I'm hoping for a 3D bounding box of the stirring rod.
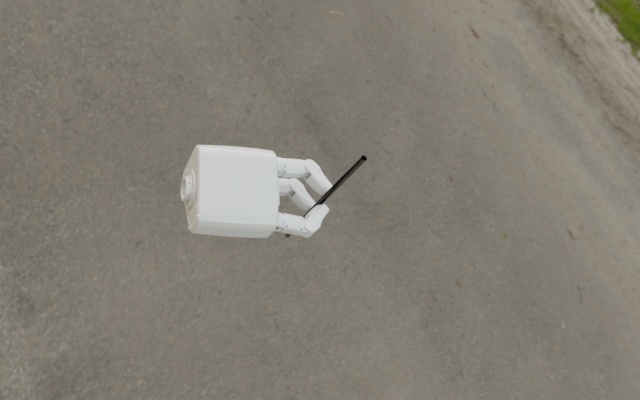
[{"bbox_3d":[0.000,0.002,0.684,0.011,0.011,0.240,0,-27,-30],"label":"stirring rod"}]
